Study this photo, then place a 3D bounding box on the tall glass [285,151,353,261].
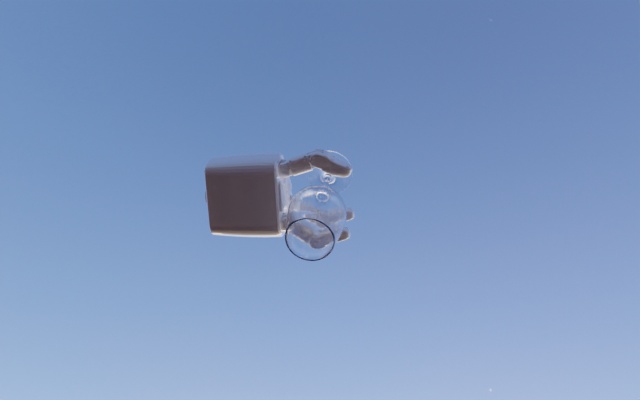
[{"bbox_3d":[0.000,0.002,0.662,0.079,0.079,0.201,0,27,8],"label":"tall glass"}]
